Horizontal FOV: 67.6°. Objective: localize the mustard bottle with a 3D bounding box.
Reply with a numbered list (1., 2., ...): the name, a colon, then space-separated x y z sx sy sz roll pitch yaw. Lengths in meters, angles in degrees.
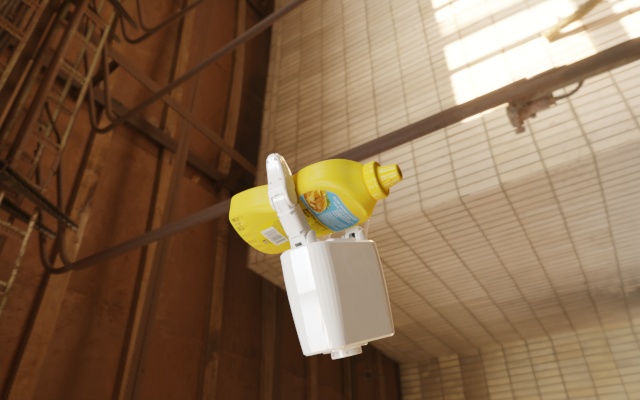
1. mustard bottle: 0.000 0.002 0.532 0.191 0.058 0.096 -20 -43 24
